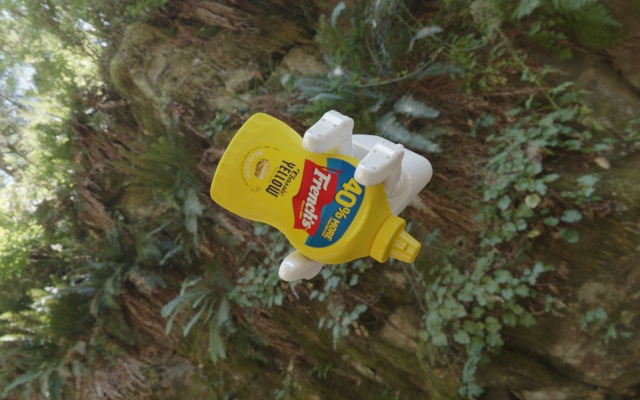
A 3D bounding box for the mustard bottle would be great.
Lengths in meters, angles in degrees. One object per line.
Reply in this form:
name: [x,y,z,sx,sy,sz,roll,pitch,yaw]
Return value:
mustard bottle: [0.000,0.001,0.426,0.191,0.096,0.058,29,-4,19]
